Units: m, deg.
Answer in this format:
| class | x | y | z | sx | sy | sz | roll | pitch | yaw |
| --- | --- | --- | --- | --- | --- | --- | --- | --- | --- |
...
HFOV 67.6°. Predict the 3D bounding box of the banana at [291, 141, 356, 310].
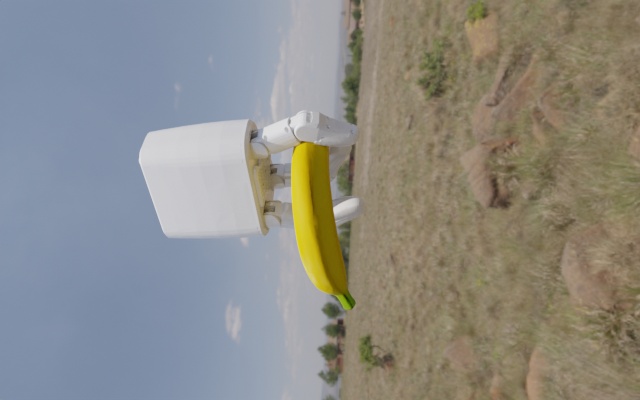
| class | x | y | z | sx | sy | sz | roll | pitch | yaw |
| --- | --- | --- | --- | --- | --- | --- | --- | --- | --- |
| banana | -0.004 | -0.001 | 0.438 | 0.037 | 0.197 | 0.070 | -11 | -20 | 11 |
